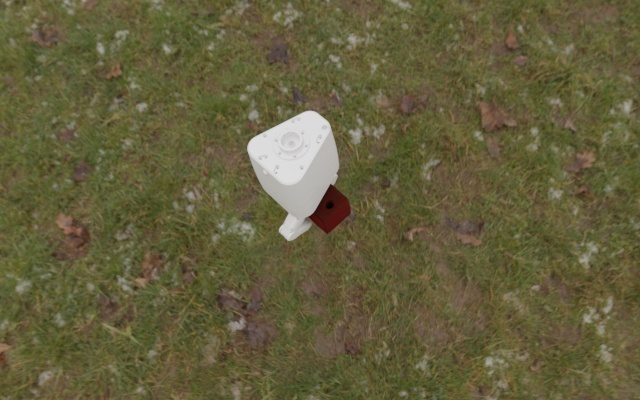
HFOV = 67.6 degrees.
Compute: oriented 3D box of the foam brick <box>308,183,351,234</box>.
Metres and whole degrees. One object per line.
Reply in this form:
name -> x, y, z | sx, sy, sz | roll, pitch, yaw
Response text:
foam brick -> 0.000, 0.003, 0.727 | 0.078, 0.053, 0.051 | 41, -14, 21
